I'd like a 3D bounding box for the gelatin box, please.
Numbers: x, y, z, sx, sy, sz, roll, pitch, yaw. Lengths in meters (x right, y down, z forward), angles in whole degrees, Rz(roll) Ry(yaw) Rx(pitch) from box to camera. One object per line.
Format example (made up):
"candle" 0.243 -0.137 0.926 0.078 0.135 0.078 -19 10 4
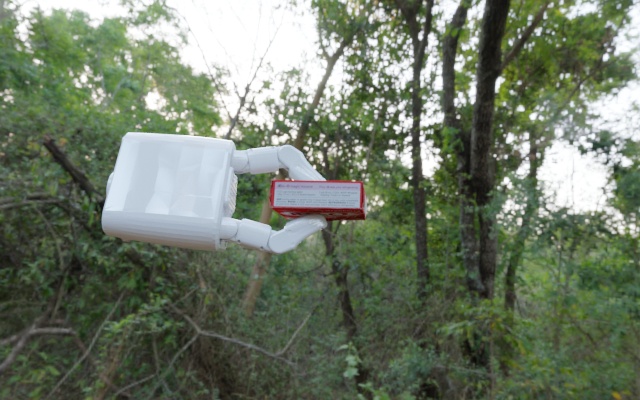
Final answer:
"gelatin box" 0.000 0.001 0.473 0.089 0.030 0.073 0 -10 7
